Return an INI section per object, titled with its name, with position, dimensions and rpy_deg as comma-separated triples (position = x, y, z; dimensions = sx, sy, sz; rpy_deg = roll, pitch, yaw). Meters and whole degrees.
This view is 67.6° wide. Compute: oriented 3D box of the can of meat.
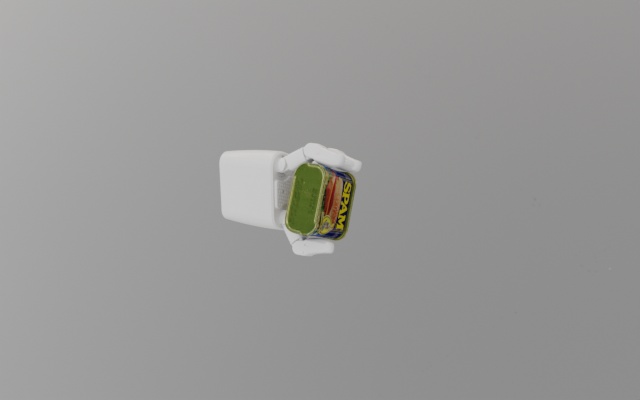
[can of meat]
position = 0.000, 0.002, 0.663
dimensions = 0.057, 0.102, 0.084
rpy_deg = 10, -2, 32
